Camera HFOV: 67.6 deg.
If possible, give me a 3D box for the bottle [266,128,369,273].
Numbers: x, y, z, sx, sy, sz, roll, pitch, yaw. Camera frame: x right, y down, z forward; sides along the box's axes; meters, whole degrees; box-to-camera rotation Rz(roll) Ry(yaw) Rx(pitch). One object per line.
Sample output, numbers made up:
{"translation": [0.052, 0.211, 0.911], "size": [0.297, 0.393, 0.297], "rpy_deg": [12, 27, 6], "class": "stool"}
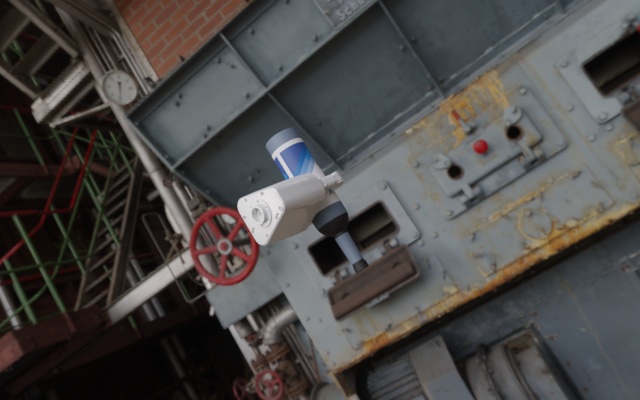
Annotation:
{"translation": [0.000, 0.003, 0.893], "size": [0.069, 0.295, 0.069], "rpy_deg": [-31, -9, -6], "class": "bottle"}
